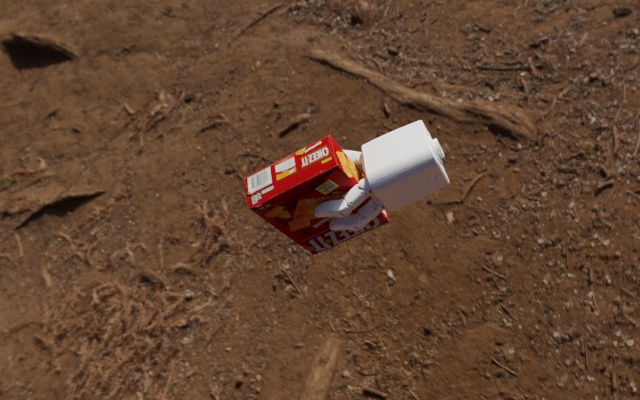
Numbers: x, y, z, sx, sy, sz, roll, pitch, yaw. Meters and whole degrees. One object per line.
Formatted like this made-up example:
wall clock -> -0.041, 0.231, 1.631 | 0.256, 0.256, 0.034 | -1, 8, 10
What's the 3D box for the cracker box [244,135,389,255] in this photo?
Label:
cracker box -> 0.000, 0.002, 0.809 | 0.164, 0.072, 0.214 | -25, -37, 18
